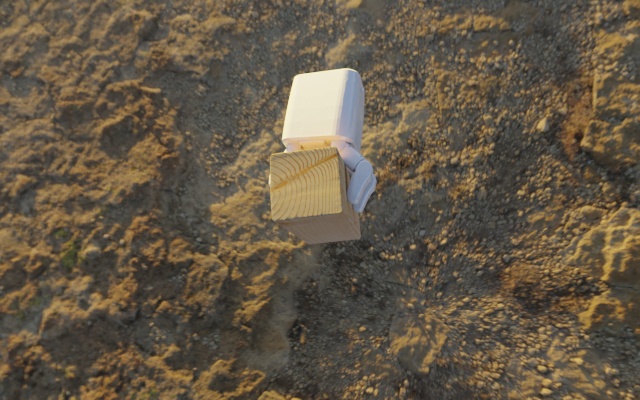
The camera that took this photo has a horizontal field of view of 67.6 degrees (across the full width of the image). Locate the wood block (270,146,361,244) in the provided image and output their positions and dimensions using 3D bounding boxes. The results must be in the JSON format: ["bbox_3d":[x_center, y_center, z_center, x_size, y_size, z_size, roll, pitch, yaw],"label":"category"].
[{"bbox_3d":[0.000,0.002,0.691,0.091,0.090,0.206,-6,-14,10],"label":"wood block"}]
